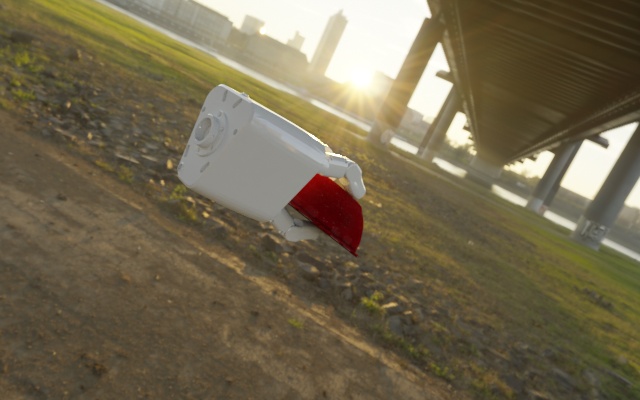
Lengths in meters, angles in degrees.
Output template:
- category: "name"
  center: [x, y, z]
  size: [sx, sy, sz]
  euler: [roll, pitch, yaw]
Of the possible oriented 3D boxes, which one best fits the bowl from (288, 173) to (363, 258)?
- category: "bowl"
  center: [0.001, 0.002, 0.607]
  size: [0.162, 0.055, 0.162]
  euler: [39, -3, 2]
